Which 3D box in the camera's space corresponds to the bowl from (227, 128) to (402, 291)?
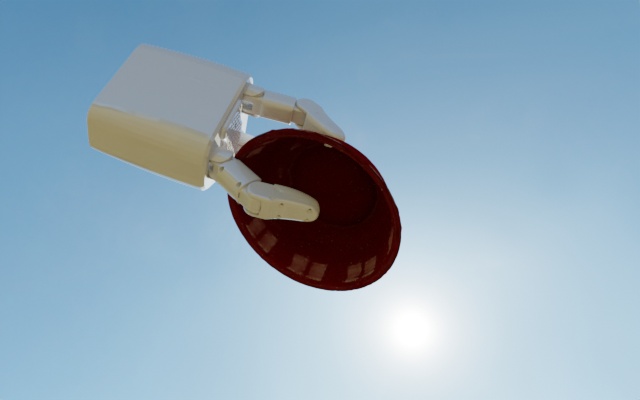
[{"bbox_3d":[0.001,0.002,0.422,0.162,0.162,0.055,0,31,28],"label":"bowl"}]
